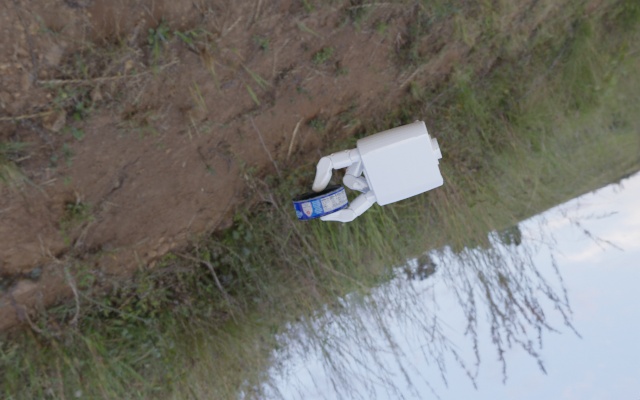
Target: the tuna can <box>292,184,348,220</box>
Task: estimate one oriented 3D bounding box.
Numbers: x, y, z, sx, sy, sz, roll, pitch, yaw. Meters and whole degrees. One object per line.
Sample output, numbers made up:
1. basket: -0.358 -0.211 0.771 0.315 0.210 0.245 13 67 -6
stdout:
1. tuna can: 0.000 0.003 0.762 0.086 0.034 0.086 -16 9 3
